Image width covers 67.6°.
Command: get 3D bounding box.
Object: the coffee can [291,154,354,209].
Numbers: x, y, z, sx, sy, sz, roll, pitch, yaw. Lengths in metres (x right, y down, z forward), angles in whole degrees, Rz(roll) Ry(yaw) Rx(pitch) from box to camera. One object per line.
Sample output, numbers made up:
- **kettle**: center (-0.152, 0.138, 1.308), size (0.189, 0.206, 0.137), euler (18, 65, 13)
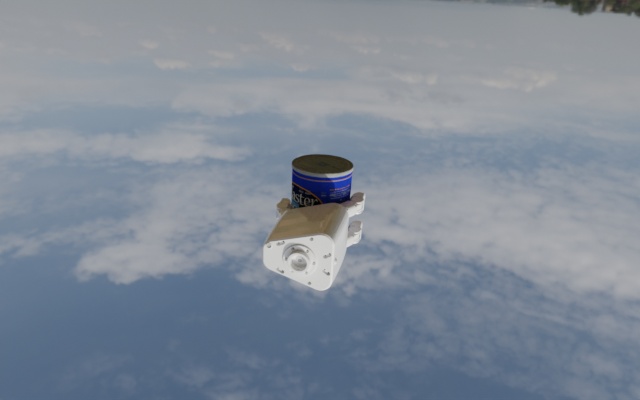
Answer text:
- **coffee can**: center (0.000, 0.002, 0.816), size (0.103, 0.140, 0.102), euler (3, 23, -1)
